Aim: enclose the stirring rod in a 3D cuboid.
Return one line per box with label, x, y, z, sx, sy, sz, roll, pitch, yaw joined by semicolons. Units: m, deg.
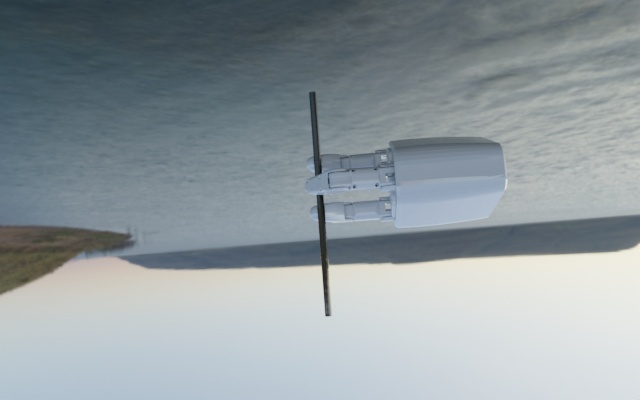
stirring rod;0.000;0.002;0.511;0.011;0.239;0.011;-4;-5;0
